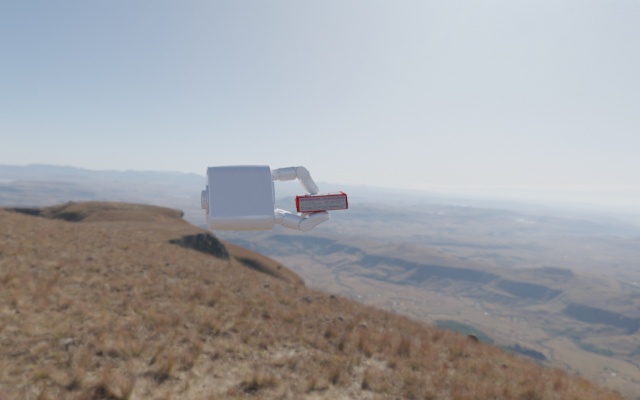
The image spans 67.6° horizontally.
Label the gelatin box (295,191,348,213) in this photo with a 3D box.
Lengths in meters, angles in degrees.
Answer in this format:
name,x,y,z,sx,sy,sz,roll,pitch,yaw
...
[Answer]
name,x,y,z,sx,sy,sz,roll,pitch,yaw
gelatin box,0.000,0.002,0.845,0.089,0.030,0.073,-5,4,-4
